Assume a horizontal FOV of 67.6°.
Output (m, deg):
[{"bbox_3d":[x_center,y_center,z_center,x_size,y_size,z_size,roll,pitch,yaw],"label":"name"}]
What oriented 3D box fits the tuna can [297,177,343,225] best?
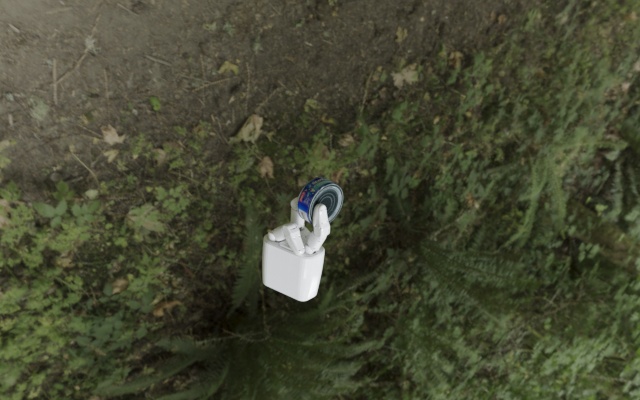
[{"bbox_3d":[0.001,0.003,0.859,0.086,0.086,0.033,0,22,-46],"label":"tuna can"}]
